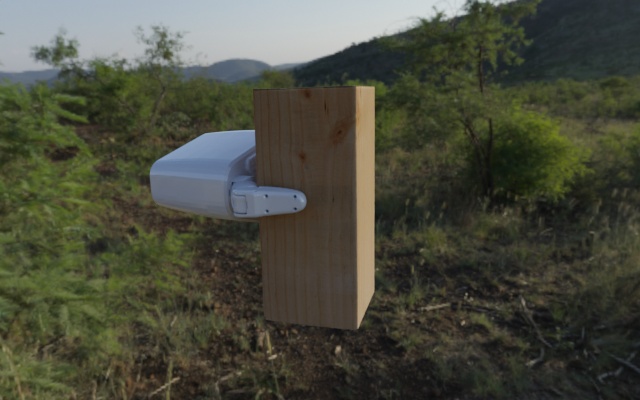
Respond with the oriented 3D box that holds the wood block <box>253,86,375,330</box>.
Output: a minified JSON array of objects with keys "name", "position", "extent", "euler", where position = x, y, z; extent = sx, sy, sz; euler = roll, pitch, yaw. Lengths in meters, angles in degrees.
[{"name":"wood block","position":[0.000,0.001,0.441],"extent":[0.090,0.206,0.091],"euler":[2,13,17]}]
